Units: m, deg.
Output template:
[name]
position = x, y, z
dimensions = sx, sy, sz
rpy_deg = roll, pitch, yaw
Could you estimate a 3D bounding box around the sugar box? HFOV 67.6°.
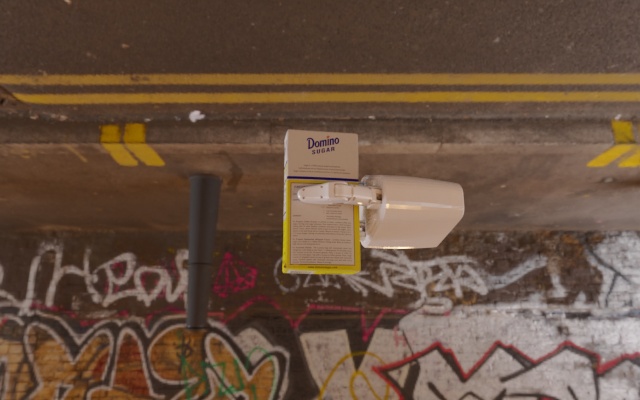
[sugar box]
position = 0.000, 0.002, 0.599
dimensions = 0.093, 0.176, 0.048
rpy_deg = 3, -16, -9
